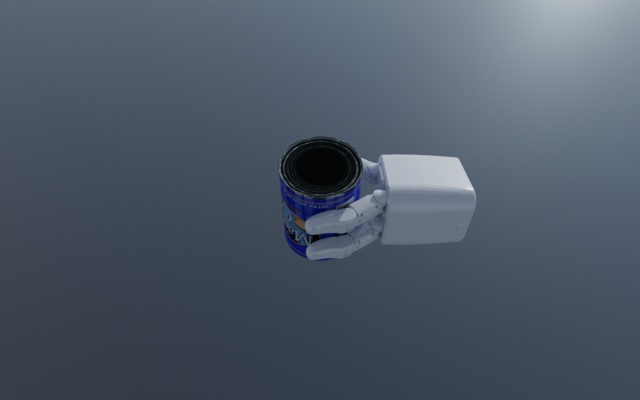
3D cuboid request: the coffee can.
[{"bbox_3d":[0.000,0.002,0.625,0.103,0.102,0.140,0,-39,0],"label":"coffee can"}]
